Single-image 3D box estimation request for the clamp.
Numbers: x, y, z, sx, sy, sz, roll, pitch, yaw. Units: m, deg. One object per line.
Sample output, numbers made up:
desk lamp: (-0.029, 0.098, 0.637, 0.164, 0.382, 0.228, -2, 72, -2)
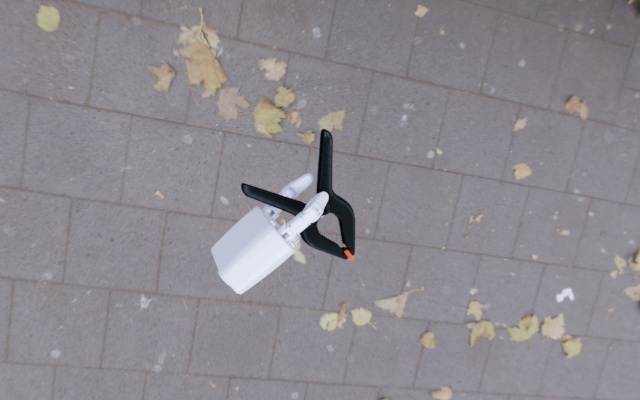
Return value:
clamp: (0.000, 0.003, 0.765, 0.164, 0.210, 0.036, -41, 15, -2)
